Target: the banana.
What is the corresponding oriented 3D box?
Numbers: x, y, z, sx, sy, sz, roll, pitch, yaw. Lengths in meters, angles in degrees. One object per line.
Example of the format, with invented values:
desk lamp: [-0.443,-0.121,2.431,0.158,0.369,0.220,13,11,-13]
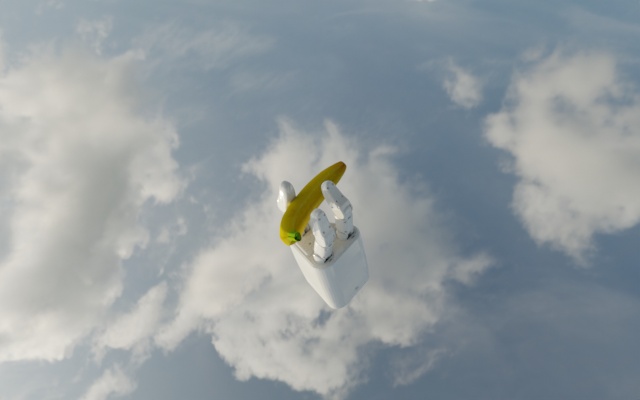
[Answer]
banana: [-0.016,0.008,0.718,0.069,0.037,0.197,-15,29,34]
